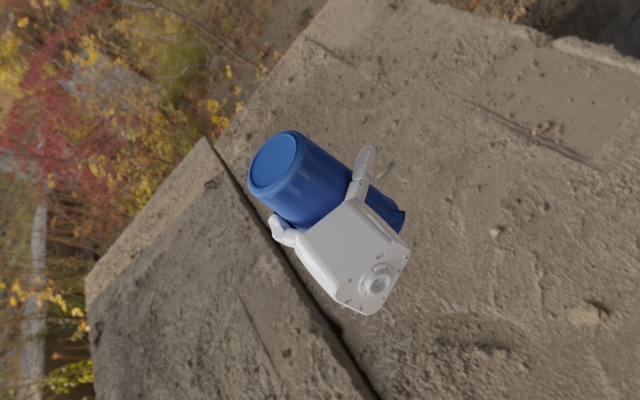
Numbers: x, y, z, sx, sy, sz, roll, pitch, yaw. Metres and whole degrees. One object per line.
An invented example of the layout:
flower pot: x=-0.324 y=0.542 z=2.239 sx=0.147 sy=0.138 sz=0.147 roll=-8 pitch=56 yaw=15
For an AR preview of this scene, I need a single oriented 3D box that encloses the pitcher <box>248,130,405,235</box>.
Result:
pitcher: x=0.000 y=0.002 z=0.734 sx=0.243 sy=0.149 sz=0.145 roll=36 pitch=7 yaw=-40
